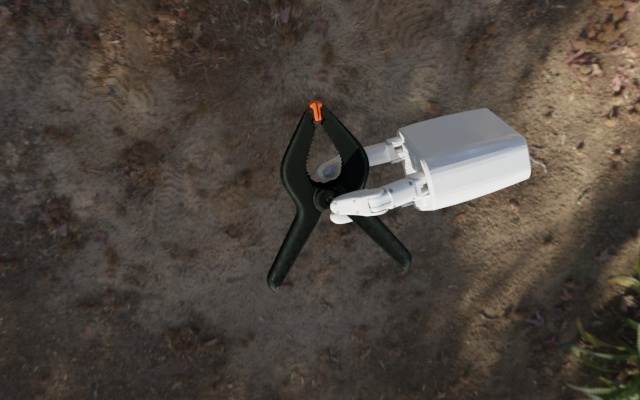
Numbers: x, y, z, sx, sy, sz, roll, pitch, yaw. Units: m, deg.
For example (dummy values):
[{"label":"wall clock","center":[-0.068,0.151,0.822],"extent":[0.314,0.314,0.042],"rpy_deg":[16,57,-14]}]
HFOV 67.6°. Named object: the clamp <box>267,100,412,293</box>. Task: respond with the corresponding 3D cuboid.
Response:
[{"label":"clamp","center":[0.000,0.001,0.515],"extent":[0.164,0.210,0.036],"rpy_deg":[-16,17,-1]}]
